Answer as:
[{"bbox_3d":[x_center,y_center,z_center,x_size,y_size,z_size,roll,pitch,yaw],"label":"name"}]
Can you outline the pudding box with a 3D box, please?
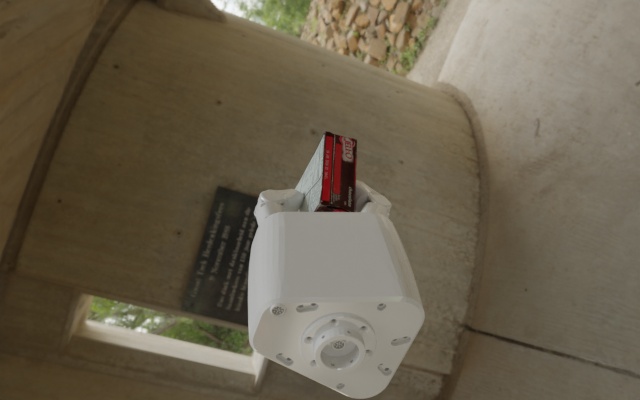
[{"bbox_3d":[0.000,0.002,0.475,0.039,0.090,0.113,16,-37,-14],"label":"pudding box"}]
